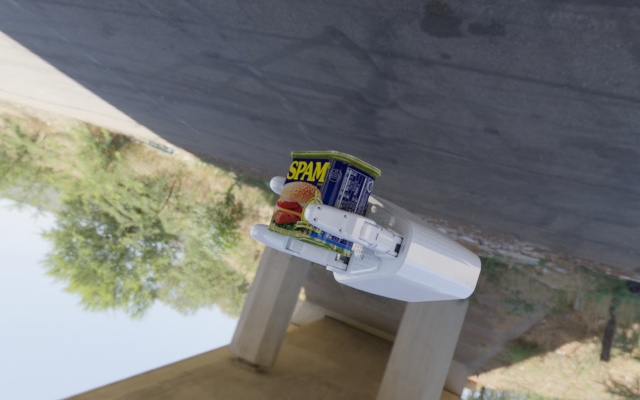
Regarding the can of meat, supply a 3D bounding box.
[{"bbox_3d":[0.000,0.002,0.458,0.057,0.084,0.102,23,-8,-33],"label":"can of meat"}]
